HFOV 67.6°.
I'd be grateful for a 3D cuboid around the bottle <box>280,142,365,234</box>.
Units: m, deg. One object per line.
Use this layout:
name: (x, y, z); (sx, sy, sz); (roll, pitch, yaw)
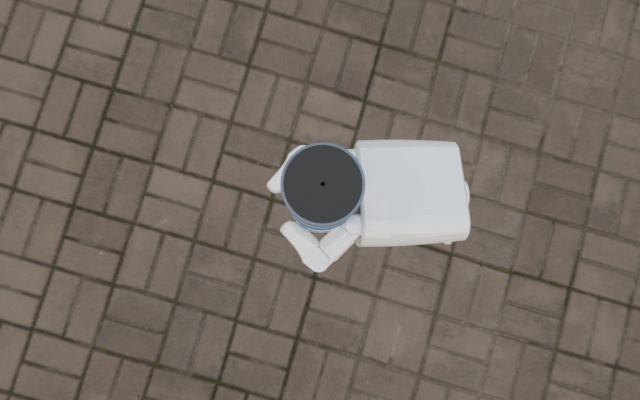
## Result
bottle: (0.000, 0.002, 0.516); (0.069, 0.069, 0.296); (0, -6, -1)
